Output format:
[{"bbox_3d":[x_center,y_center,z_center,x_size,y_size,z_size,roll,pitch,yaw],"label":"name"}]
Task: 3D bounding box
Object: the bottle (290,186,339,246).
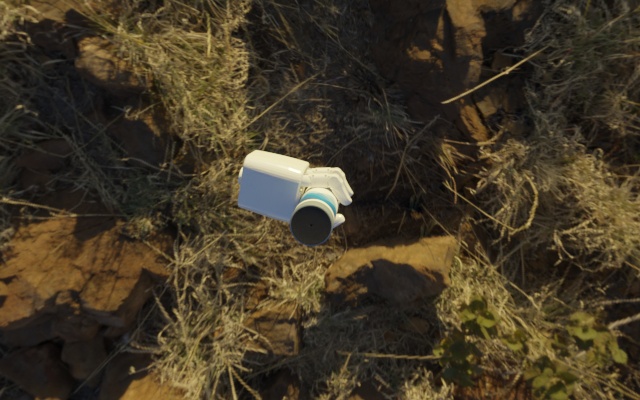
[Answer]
[{"bbox_3d":[0.000,0.003,0.864,0.069,0.069,0.295,0,14,6],"label":"bottle"}]
